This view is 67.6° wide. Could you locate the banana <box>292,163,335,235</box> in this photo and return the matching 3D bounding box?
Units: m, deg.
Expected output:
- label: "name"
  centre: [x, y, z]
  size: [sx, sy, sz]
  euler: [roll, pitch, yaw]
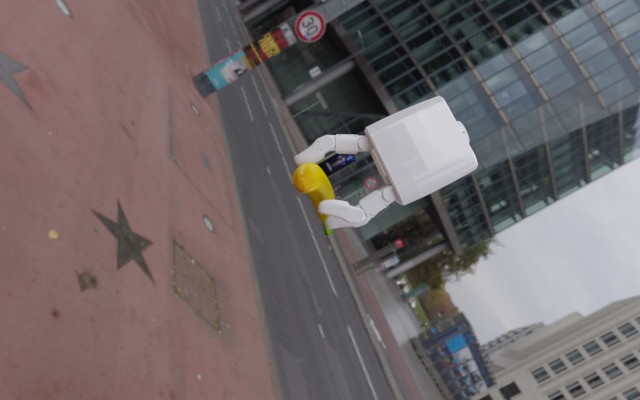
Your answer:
- label: "banana"
  centre: [-0.005, -0.013, 0.646]
  size: [0.037, 0.069, 0.198]
  euler: [-20, -23, 5]
